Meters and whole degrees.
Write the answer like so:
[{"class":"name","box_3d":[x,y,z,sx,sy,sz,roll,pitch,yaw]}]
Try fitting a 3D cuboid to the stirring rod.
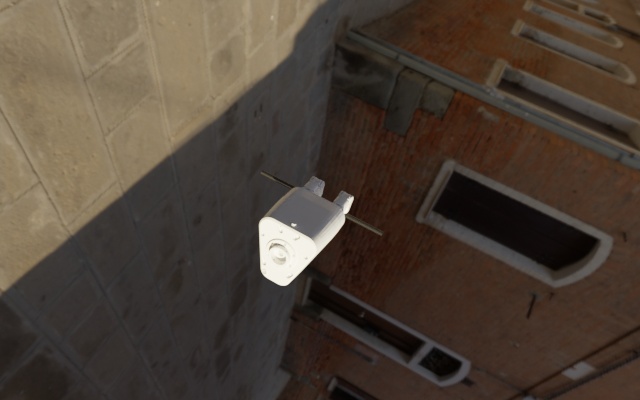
[{"class":"stirring rod","box_3d":[0.000,0.003,0.831,0.239,0.011,0.011,27,6,11]}]
